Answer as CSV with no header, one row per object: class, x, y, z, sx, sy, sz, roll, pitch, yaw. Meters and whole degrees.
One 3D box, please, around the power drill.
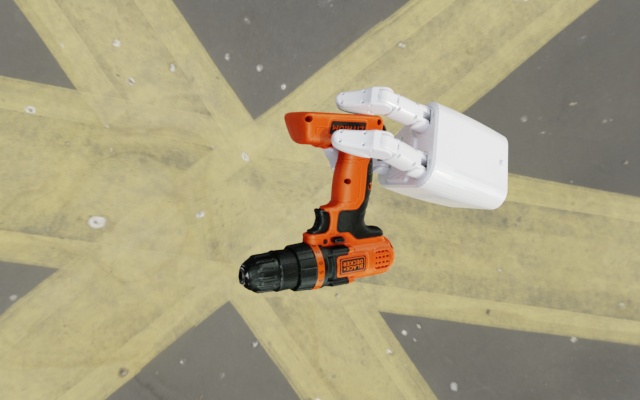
power drill,0.000,0.001,0.507,0.184,0.188,0.057,-5,12,-32
